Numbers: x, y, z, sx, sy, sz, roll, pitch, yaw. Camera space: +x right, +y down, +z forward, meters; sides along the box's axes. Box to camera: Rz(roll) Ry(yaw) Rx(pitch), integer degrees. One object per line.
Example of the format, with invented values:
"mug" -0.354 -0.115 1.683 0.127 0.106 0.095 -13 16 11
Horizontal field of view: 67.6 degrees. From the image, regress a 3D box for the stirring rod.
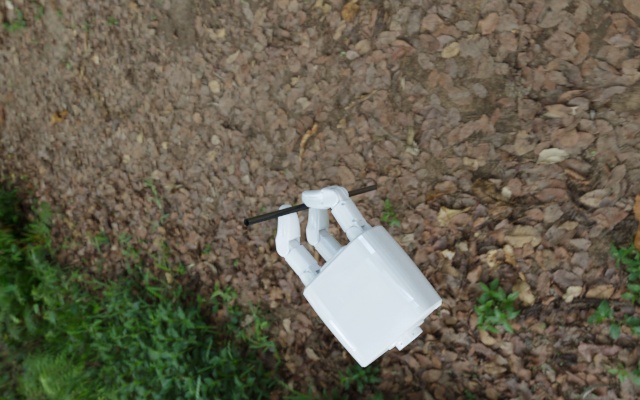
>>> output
"stirring rod" 0.000 0.002 0.586 0.011 0.011 0.239 0 10 41
